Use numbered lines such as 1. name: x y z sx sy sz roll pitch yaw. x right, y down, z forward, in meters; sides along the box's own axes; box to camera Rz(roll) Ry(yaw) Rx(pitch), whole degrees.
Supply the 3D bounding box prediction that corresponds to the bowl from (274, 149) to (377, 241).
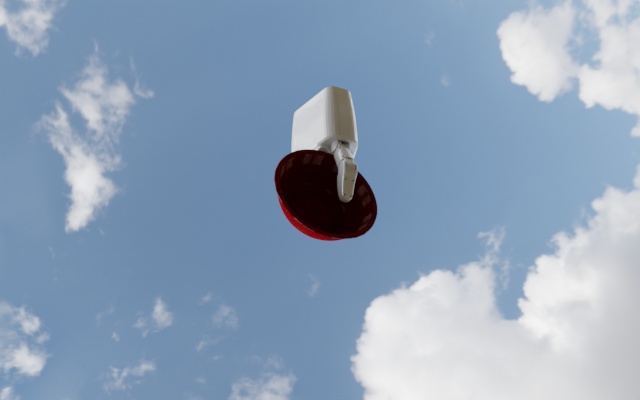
1. bowl: 0.000 0.004 0.697 0.162 0.162 0.055 0 -37 -31
